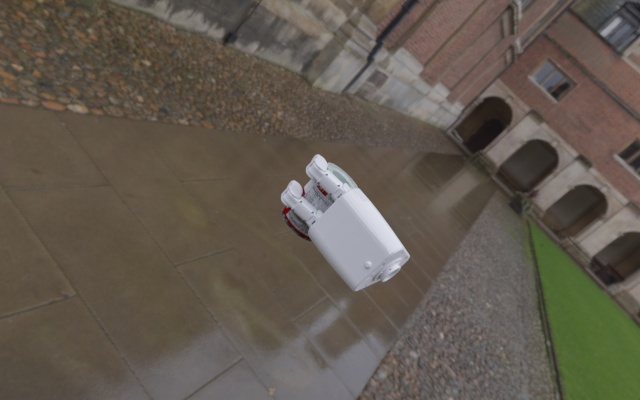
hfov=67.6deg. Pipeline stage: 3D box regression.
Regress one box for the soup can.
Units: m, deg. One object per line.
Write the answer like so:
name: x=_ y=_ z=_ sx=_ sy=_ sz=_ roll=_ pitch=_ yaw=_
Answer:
soup can: x=0.000 y=0.002 z=0.710 sx=0.102 sy=0.068 sz=0.068 roll=-46 pitch=-19 yaw=19
